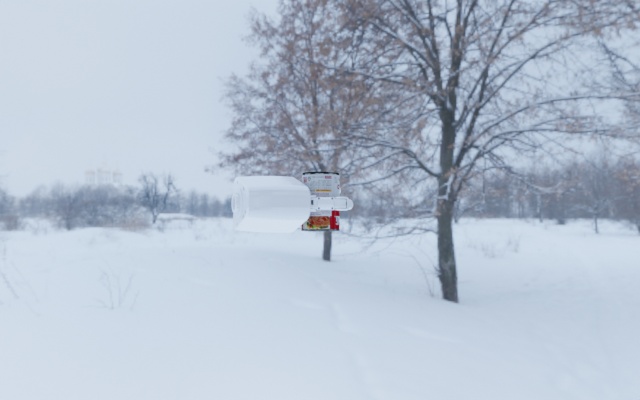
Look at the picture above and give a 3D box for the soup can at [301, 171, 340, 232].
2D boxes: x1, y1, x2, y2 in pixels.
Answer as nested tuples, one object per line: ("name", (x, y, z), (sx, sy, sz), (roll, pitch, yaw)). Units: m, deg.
("soup can", (0.001, 0.002, 0.837), (0.068, 0.102, 0.068), (0, -2, 0))
